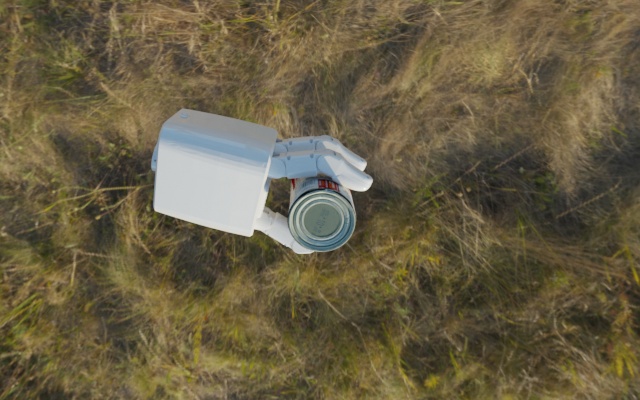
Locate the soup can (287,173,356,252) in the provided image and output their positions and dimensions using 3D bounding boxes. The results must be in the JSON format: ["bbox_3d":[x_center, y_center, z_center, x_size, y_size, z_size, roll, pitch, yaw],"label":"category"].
[{"bbox_3d":[0.001,0.002,0.501,0.068,0.068,0.102,0,22,-1],"label":"soup can"}]
